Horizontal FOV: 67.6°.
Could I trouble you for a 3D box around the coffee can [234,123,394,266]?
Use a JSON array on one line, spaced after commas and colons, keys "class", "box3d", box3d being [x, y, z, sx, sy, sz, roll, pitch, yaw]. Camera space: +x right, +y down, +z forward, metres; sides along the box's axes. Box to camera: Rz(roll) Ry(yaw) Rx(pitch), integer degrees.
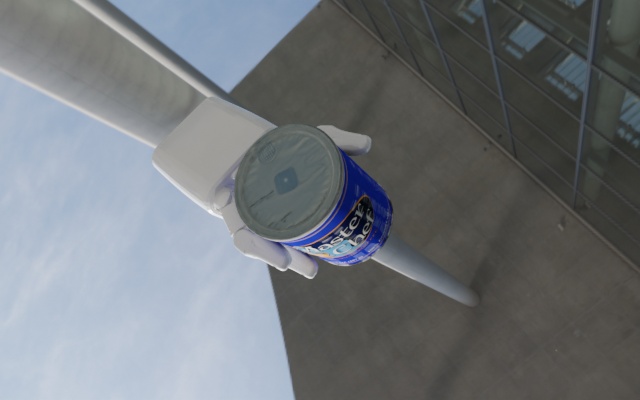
[{"class": "coffee can", "box3d": [0.000, 0.001, 0.455, 0.103, 0.102, 0.140, 0, -16, 26]}]
